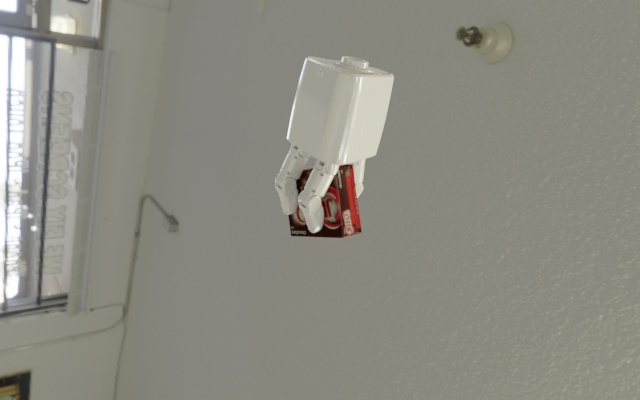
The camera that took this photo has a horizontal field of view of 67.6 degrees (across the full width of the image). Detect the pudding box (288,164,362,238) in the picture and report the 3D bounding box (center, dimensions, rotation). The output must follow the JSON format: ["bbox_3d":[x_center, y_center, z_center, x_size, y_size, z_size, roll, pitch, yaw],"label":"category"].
[{"bbox_3d":[0.000,0.002,0.631,0.039,0.090,0.113,-9,4,-37],"label":"pudding box"}]
